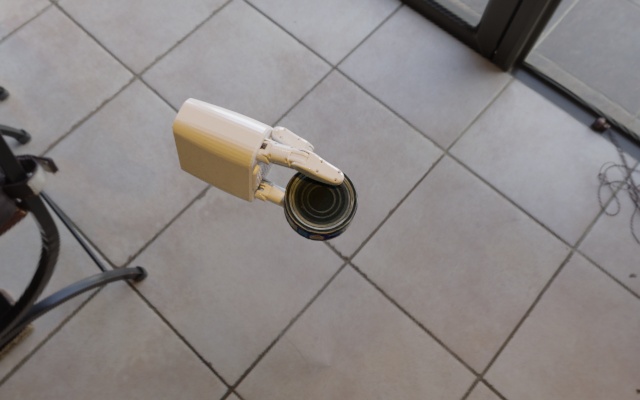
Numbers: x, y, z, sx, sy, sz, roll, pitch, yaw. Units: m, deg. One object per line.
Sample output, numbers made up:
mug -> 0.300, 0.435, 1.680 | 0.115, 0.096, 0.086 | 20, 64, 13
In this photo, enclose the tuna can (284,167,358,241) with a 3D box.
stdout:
tuna can -> 0.000, 0.002, 0.552 | 0.086, 0.086, 0.034 | 0, -17, -4
